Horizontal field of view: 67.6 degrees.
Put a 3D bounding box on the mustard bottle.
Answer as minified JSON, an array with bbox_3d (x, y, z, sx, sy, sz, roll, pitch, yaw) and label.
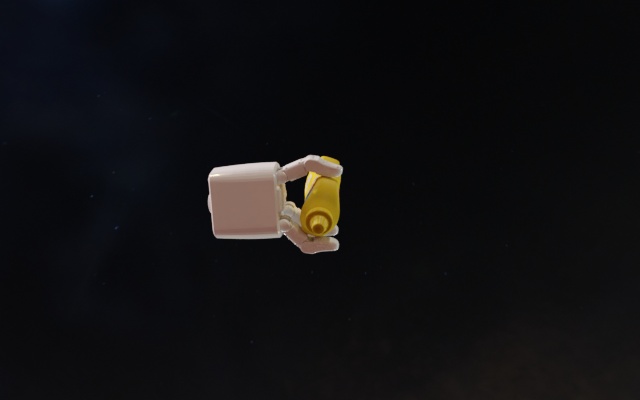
[{"bbox_3d":[0.000,0.002,0.763,0.058,0.096,0.191,18,23,-5],"label":"mustard bottle"}]
